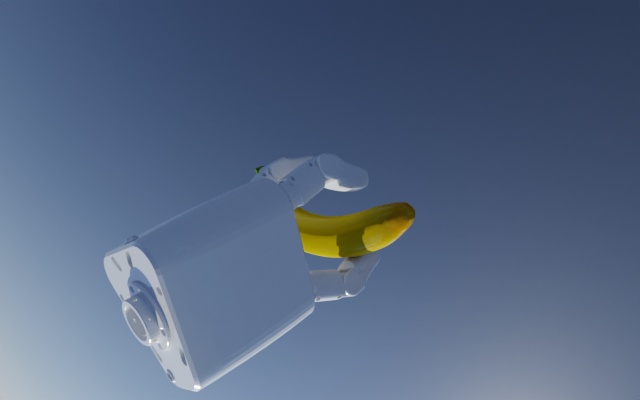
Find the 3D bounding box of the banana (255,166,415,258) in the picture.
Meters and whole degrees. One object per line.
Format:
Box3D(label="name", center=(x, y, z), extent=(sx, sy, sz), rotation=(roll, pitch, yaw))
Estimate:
Box3D(label="banana", center=(-0.001, 0.018, 0.436), extent=(0.197, 0.070, 0.037), rotation=(16, 28, 42))
